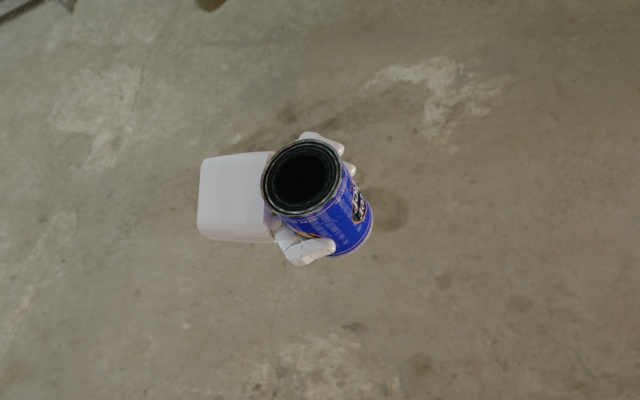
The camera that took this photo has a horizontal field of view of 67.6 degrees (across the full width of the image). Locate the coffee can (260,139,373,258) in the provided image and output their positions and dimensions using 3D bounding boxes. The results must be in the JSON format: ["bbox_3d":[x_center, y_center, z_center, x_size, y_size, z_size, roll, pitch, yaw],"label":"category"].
[{"bbox_3d":[0.000,0.002,0.605,0.103,0.102,0.140,0,-25,22],"label":"coffee can"}]
